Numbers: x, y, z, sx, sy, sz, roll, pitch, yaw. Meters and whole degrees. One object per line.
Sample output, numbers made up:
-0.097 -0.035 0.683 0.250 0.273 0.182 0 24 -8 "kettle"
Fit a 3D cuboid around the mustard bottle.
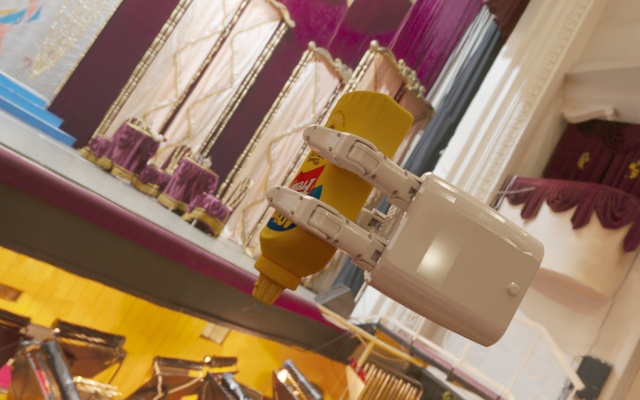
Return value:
0.000 0.001 0.405 0.058 0.191 0.096 33 -7 -24 "mustard bottle"
